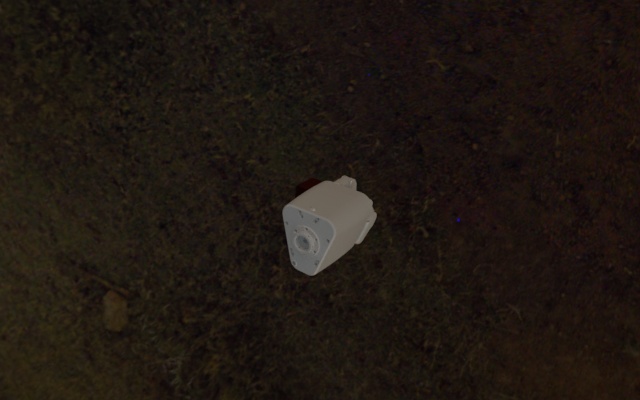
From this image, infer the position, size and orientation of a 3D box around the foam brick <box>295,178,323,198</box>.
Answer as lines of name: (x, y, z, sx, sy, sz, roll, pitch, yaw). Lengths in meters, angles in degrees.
foam brick: (0.000, 0.003, 0.811, 0.078, 0.053, 0.051, 21, 30, 26)
